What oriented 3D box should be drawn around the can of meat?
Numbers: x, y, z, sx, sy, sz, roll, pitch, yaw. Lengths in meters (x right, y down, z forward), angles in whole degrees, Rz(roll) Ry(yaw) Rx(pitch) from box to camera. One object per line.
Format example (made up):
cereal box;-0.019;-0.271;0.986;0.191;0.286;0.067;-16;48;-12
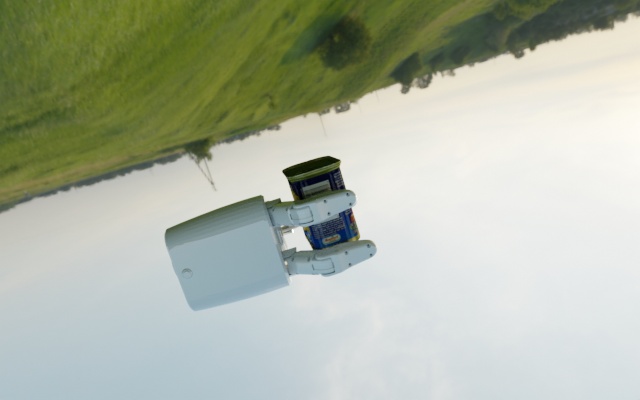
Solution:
can of meat;0.000;0.002;0.512;0.057;0.084;0.102;-18;11;-6
